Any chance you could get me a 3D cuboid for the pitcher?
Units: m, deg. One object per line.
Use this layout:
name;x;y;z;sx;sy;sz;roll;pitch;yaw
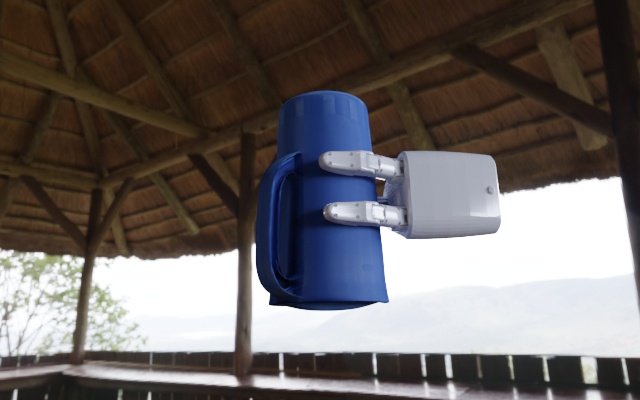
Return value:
pitcher;0.000;0.002;0.544;0.145;0.242;0.149;0;-14;-6
